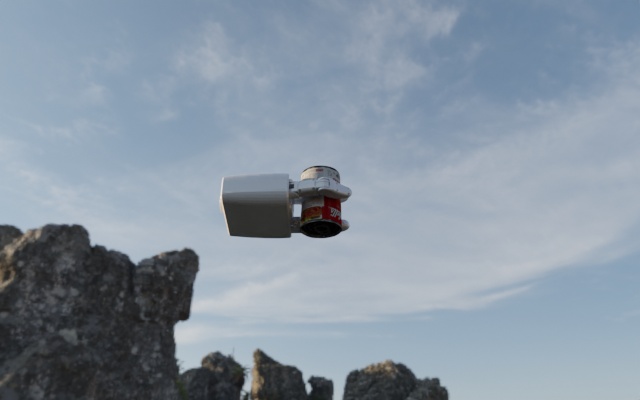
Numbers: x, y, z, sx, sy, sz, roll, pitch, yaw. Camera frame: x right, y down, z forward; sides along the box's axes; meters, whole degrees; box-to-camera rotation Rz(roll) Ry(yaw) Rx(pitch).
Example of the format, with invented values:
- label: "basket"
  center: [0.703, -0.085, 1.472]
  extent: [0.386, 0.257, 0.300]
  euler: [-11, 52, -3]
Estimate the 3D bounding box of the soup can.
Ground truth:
- label: "soup can"
  center: [0.001, 0.002, 0.782]
  extent: [0.068, 0.102, 0.068]
  euler: [0, -28, 0]
